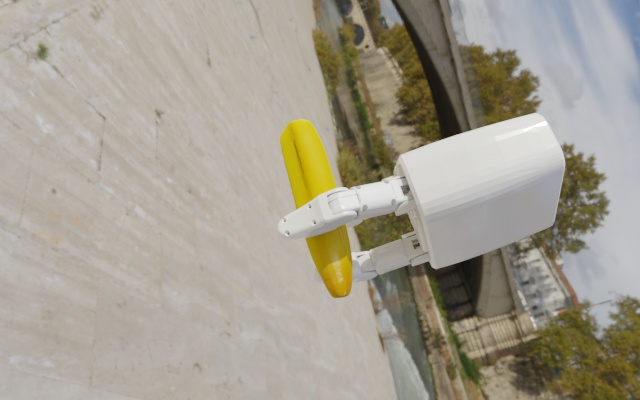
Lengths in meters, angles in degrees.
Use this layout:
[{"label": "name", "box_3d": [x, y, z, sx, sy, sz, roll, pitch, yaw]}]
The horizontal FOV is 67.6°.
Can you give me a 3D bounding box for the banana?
[{"label": "banana", "box_3d": [-0.006, -0.013, 0.408, 0.037, 0.197, 0.070, -19, -45, 3]}]
